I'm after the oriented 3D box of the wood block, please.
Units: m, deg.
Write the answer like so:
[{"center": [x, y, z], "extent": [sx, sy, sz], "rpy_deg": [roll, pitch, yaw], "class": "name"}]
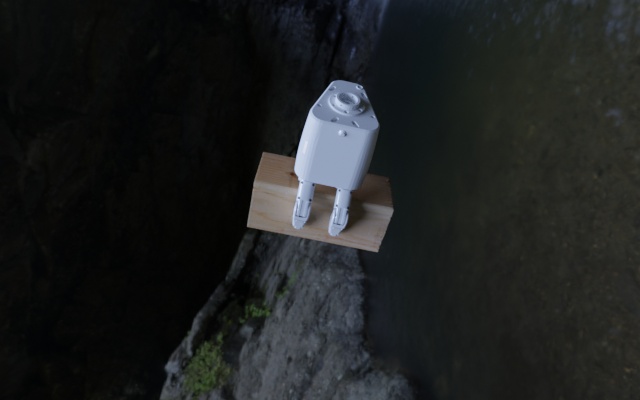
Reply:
[{"center": [0.000, 0.002, 0.746], "extent": [0.206, 0.090, 0.090], "rpy_deg": [12, 36, -4], "class": "wood block"}]
